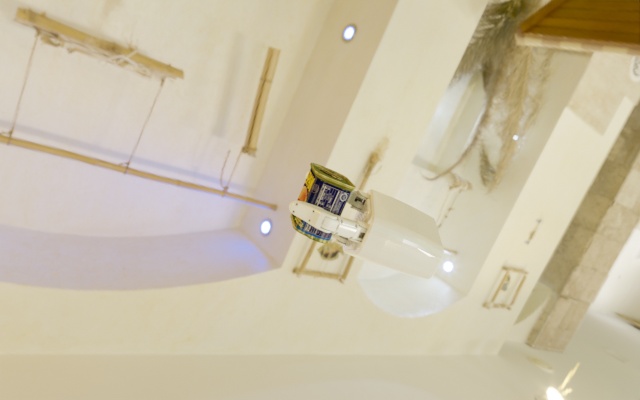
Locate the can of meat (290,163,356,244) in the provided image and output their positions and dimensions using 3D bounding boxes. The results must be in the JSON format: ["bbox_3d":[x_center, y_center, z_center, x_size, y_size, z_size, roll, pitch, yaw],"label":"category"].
[{"bbox_3d":[0.000,0.002,0.648,0.057,0.084,0.102,21,10,-11],"label":"can of meat"}]
